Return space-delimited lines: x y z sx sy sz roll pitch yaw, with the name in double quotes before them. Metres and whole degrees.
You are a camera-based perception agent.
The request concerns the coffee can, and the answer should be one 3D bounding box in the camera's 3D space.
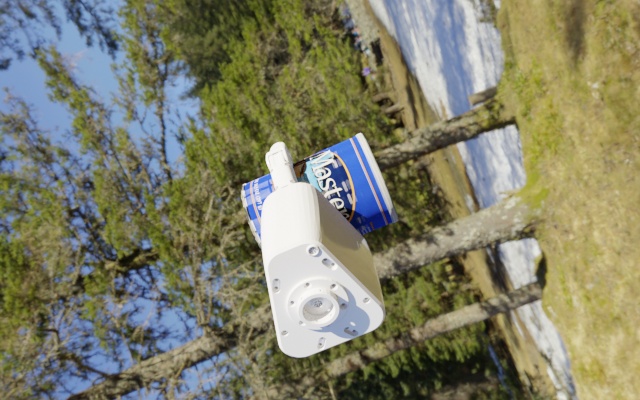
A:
"coffee can" 0.000 0.002 0.518 0.140 0.103 0.103 -23 -2 5
